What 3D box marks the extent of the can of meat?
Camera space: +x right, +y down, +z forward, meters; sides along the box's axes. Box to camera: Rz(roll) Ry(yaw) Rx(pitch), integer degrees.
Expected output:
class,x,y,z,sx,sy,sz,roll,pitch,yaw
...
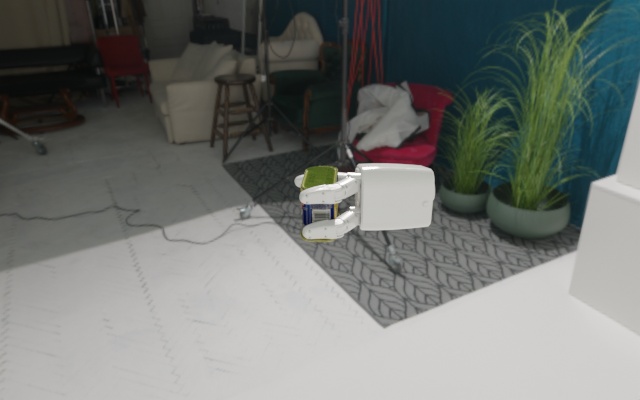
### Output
class,x,y,z,sx,sy,sz,roll,pitch,yaw
can of meat,0.000,0.002,0.731,0.057,0.084,0.102,1,25,4
